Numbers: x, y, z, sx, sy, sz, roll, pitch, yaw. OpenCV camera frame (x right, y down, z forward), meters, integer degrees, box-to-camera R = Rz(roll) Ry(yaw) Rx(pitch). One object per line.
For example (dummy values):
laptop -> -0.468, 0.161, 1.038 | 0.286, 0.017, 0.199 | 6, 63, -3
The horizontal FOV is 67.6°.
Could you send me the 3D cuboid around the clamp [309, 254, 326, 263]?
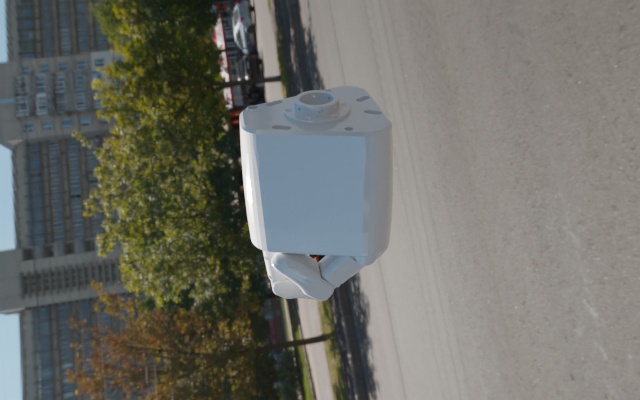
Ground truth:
clamp -> -0.001, 0.002, 0.492 | 0.039, 0.120, 0.171 | -7, 34, -8
